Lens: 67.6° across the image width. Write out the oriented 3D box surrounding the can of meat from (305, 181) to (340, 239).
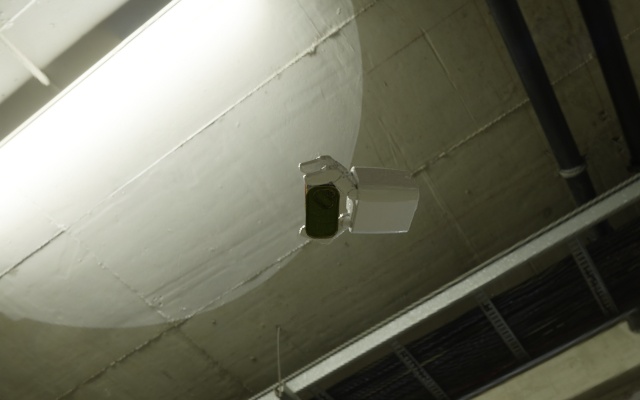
[{"bbox_3d":[0.000,0.003,0.846,0.057,0.102,0.084,-1,27,-4],"label":"can of meat"}]
